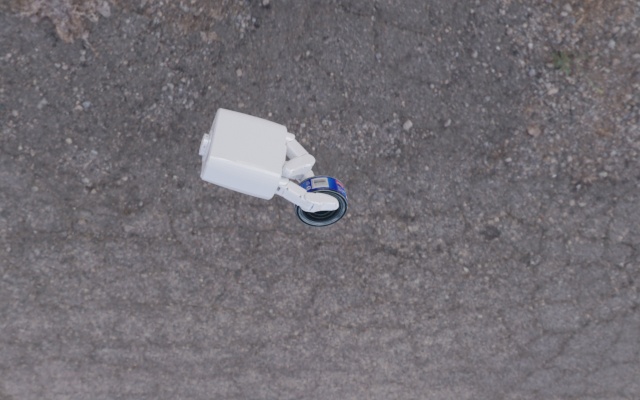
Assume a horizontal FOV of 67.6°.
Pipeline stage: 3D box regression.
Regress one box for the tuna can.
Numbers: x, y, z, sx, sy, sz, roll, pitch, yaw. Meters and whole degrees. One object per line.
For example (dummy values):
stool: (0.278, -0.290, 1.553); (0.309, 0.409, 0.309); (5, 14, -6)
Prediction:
tuna can: (0.000, 0.003, 0.756); (0.086, 0.086, 0.033); (0, 44, -9)
